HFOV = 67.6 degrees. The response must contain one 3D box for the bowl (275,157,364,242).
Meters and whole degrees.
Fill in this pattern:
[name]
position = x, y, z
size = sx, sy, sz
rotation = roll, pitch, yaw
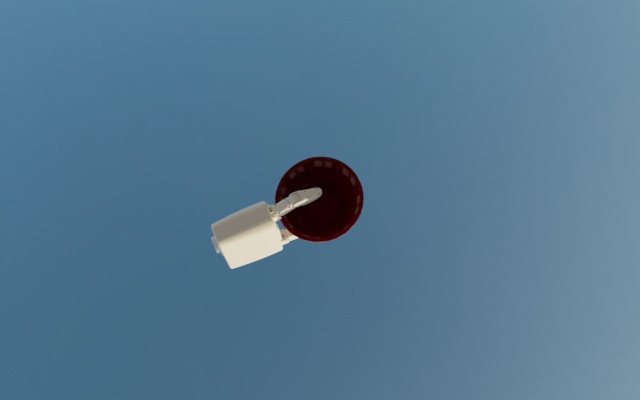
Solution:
[bowl]
position = 0.002, 0.003, 0.885
size = 0.162, 0.162, 0.055
rotation = 0, -16, 7
